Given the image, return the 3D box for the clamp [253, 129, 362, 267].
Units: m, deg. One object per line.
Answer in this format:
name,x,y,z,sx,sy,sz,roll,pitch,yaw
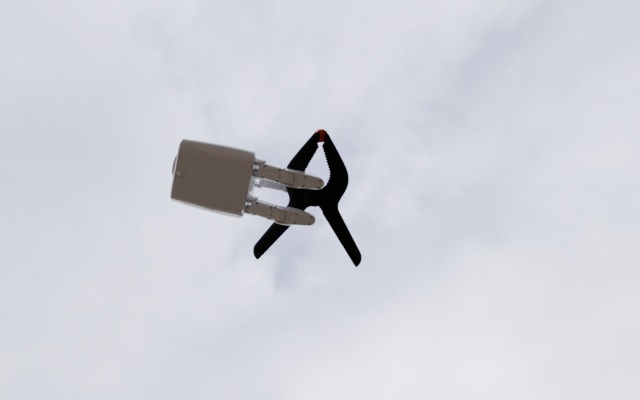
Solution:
clamp,0.000,0.002,0.709,0.164,0.210,0.036,12,10,-9
